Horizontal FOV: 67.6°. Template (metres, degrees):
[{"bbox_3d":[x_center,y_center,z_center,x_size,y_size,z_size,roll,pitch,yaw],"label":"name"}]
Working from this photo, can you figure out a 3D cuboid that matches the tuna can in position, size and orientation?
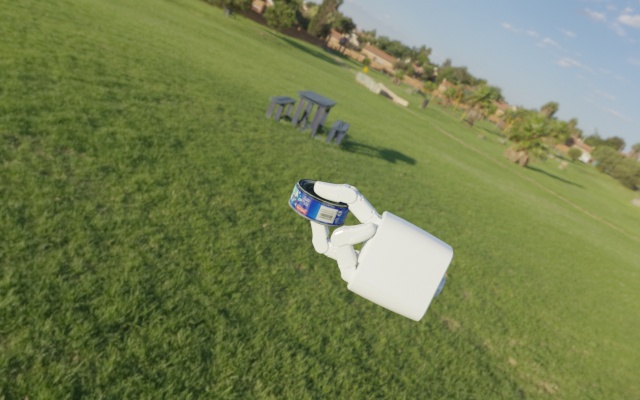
[{"bbox_3d":[0.000,0.002,0.682,0.086,0.034,0.086,20,19,-7],"label":"tuna can"}]
